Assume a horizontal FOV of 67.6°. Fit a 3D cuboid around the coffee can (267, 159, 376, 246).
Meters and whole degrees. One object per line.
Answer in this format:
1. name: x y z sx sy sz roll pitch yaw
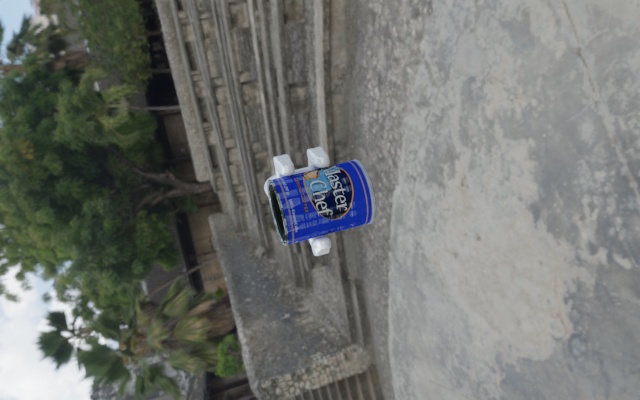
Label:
1. coffee can: 0.000 0.002 0.725 0.140 0.103 0.103 -14 3 -13
